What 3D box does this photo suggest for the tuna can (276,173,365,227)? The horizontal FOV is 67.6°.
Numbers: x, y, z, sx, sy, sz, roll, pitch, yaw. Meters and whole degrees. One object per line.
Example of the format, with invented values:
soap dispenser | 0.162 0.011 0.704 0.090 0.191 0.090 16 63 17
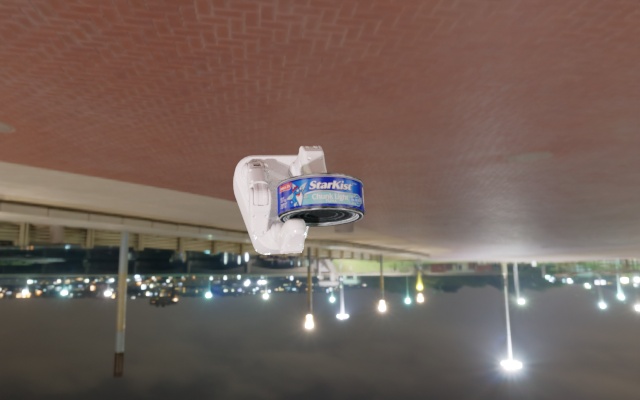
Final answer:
tuna can | 0.000 0.002 0.466 0.086 0.033 0.086 -2 -14 -1
